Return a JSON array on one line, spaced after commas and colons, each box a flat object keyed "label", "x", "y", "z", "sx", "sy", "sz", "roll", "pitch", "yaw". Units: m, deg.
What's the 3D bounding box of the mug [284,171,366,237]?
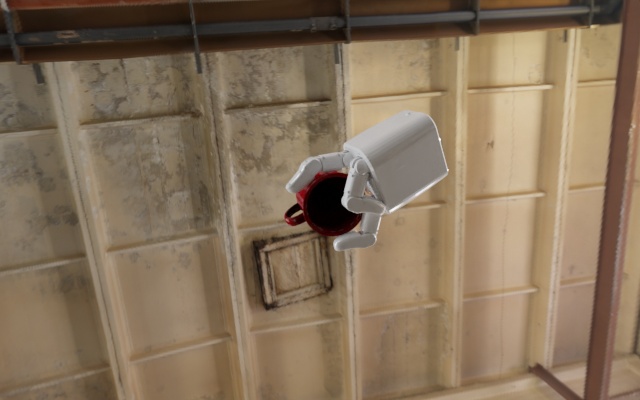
[{"label": "mug", "x": -0.001, "y": 0.003, "z": 0.702, "sx": 0.117, "sy": 0.093, "sz": 0.081, "roll": -30, "pitch": 21, "yaw": -6}]
